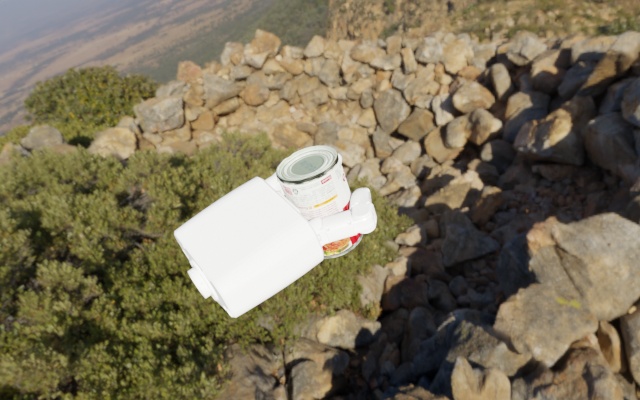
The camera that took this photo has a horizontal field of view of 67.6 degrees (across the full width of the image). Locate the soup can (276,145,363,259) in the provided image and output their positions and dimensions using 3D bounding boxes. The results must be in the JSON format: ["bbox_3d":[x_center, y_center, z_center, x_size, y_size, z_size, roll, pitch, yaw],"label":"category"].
[{"bbox_3d":[0.000,0.001,0.508,0.068,0.102,0.068,-14,33,9],"label":"soup can"}]
